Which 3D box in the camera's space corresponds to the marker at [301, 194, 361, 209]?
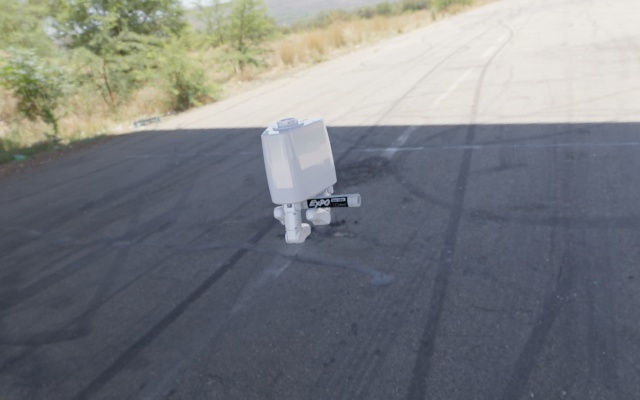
[{"bbox_3d":[0.000,0.002,0.718,0.121,0.020,0.020,-3,-1,21],"label":"marker"}]
